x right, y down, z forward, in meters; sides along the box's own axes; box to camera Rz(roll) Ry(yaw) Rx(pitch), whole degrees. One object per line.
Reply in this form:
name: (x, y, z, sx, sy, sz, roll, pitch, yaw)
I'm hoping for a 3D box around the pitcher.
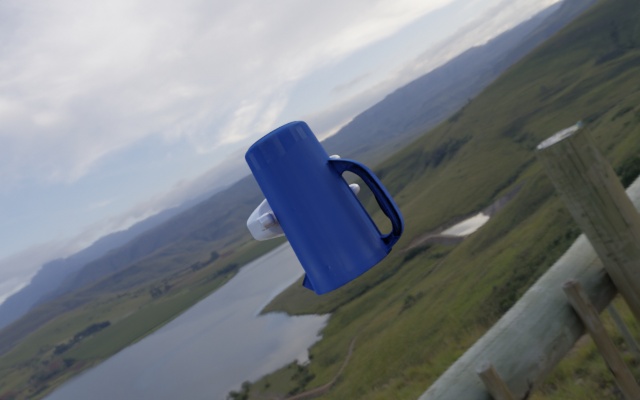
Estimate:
pitcher: (0.000, 0.002, 0.712, 0.149, 0.243, 0.145, -31, 0, -24)
